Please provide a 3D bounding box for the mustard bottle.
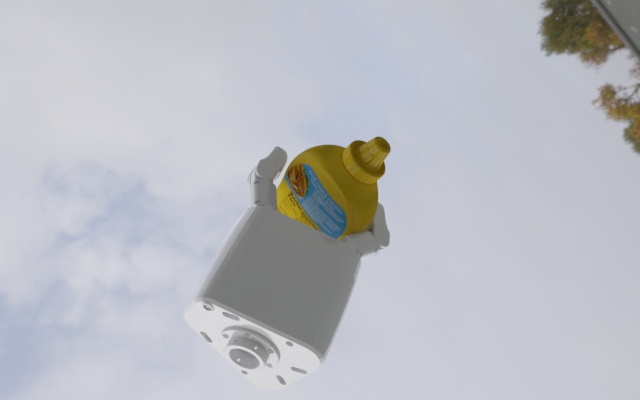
[{"bbox_3d":[0.000,0.002,0.470,0.058,0.096,0.192,-26,-13,-48],"label":"mustard bottle"}]
